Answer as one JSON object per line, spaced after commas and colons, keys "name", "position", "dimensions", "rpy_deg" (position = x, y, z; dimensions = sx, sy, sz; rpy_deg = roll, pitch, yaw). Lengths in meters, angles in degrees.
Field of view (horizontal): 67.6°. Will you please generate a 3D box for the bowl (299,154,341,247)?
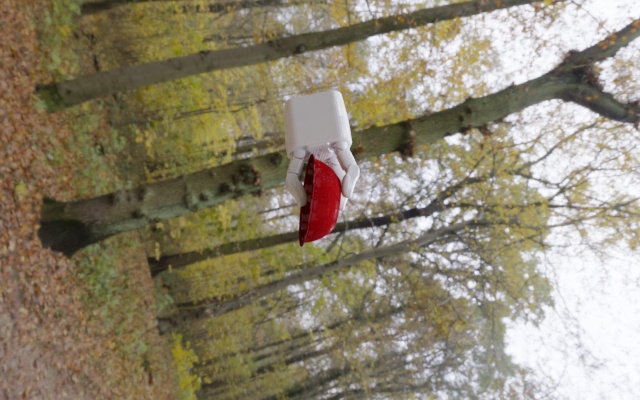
{"name": "bowl", "position": [0.000, 0.004, 0.828], "dimensions": [0.055, 0.162, 0.162], "rpy_deg": [7, -1, -8]}
